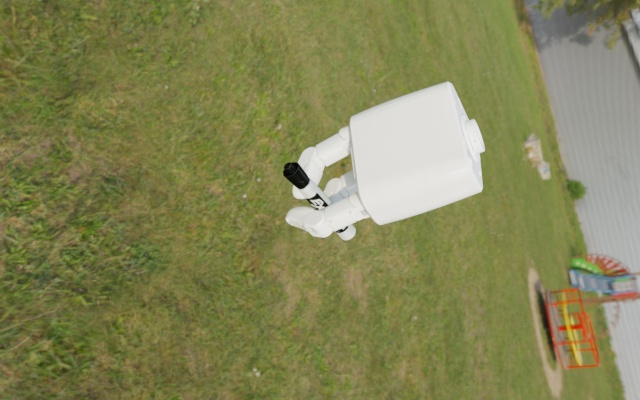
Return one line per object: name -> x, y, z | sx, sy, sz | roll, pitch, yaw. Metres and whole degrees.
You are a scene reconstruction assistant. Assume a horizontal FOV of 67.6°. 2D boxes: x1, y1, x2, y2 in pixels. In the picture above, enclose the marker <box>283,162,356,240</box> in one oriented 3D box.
marker -> 0.000, 0.002, 0.490 | 0.020, 0.020, 0.121 | 0, -35, 39
